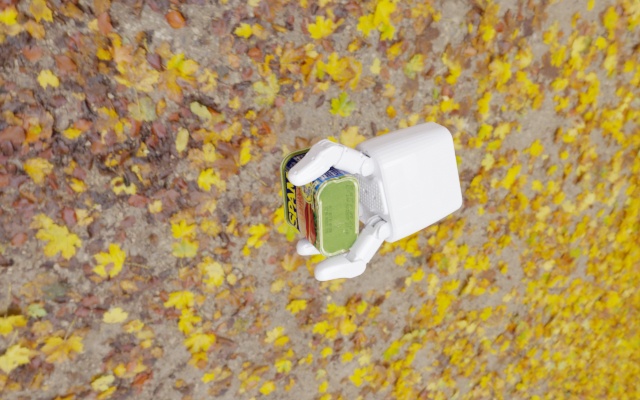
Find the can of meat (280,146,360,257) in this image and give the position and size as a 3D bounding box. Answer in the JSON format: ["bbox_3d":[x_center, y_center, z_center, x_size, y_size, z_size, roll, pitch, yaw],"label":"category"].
[{"bbox_3d":[0.000,0.002,0.541,0.057,0.102,0.084,-18,34,-25],"label":"can of meat"}]
